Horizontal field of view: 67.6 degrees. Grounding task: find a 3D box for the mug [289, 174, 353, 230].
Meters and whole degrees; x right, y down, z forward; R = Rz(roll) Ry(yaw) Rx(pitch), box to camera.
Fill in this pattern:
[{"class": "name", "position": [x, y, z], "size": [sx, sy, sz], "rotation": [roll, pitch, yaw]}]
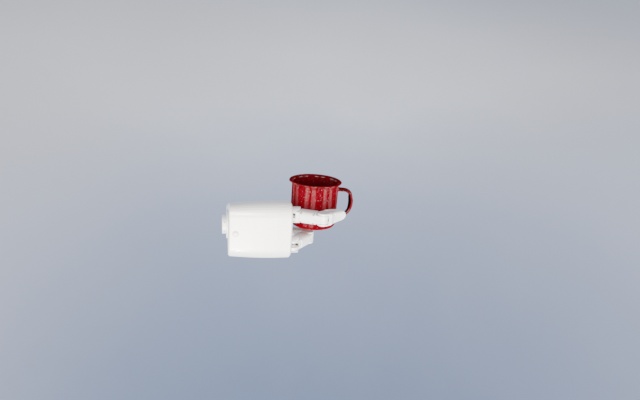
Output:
[{"class": "mug", "position": [0.002, 0.003, 0.855], "size": [0.117, 0.081, 0.093], "rotation": [1, 17, -11]}]
